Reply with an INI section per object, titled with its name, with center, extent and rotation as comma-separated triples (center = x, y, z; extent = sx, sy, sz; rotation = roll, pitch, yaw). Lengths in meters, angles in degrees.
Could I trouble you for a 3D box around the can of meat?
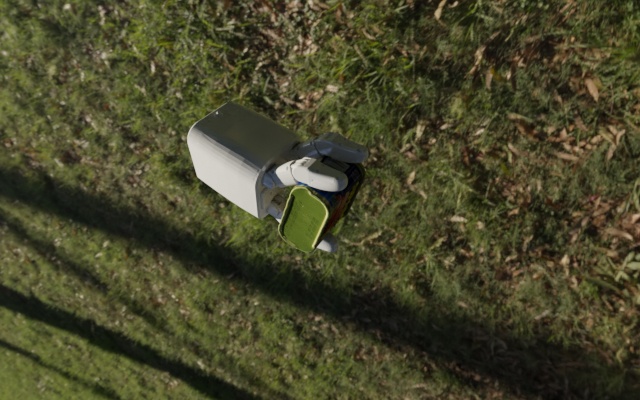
[can of meat]
center = 0.000, 0.002, 0.562
extent = 0.057, 0.102, 0.084
rotation = 33, 47, 10
